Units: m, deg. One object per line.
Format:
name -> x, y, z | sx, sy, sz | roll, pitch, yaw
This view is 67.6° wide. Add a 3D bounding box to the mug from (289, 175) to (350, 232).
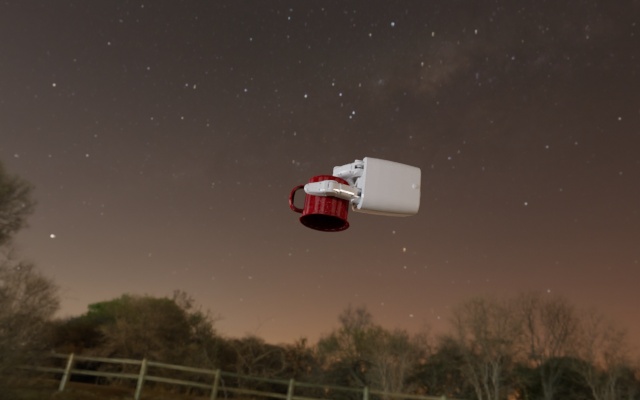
mug -> -0.001, 0.003, 0.888 | 0.117, 0.081, 0.093 | 10, -23, -4
